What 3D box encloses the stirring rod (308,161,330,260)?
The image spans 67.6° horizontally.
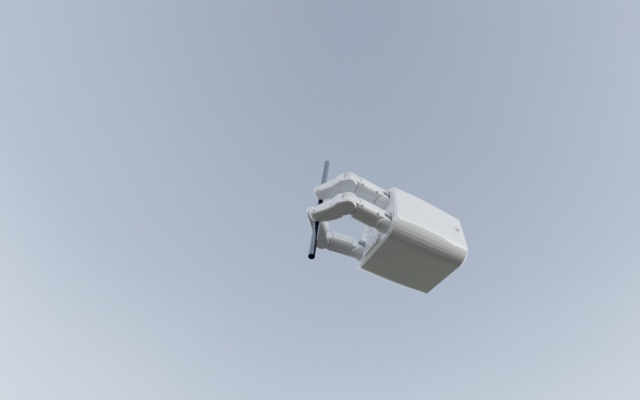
[{"bbox_3d":[0.000,0.002,0.633,0.011,0.011,0.239,0,30,6],"label":"stirring rod"}]
